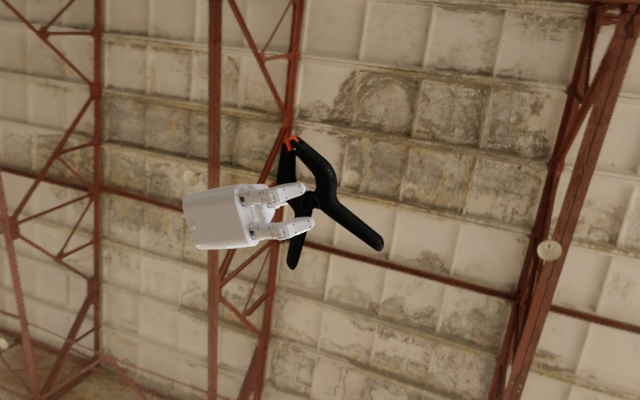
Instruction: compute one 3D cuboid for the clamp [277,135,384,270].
[{"bbox_3d":[0.000,0.002,0.718,0.164,0.210,0.036,-9,15,21],"label":"clamp"}]
